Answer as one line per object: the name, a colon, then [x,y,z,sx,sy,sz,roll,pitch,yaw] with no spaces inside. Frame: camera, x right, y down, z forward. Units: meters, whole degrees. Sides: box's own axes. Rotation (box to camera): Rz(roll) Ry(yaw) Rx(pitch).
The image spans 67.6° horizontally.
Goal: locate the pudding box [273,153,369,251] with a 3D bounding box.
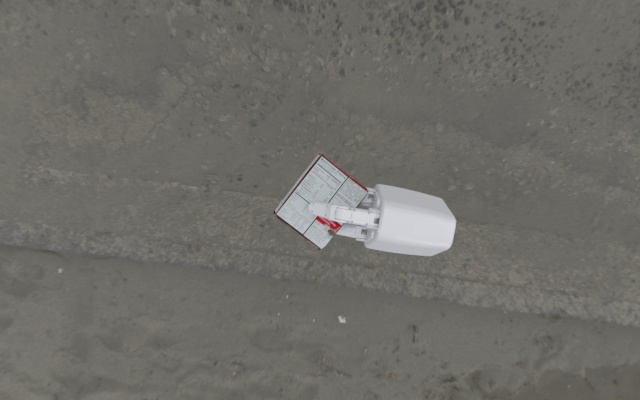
pudding box: [0.000,0.002,0.690,0.090,0.113,0.039,38,-1,-7]
